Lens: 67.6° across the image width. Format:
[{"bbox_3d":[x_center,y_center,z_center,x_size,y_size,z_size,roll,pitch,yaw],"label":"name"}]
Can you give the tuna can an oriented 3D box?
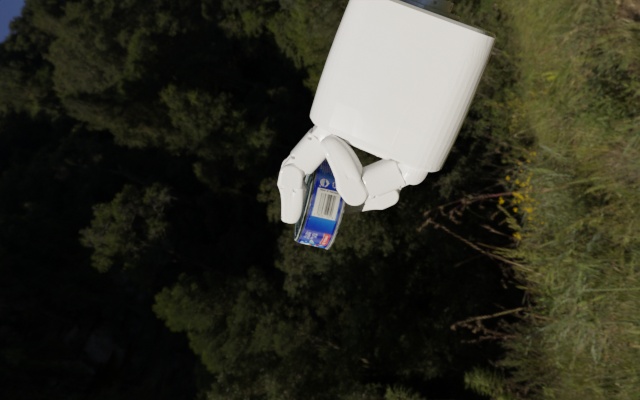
[{"bbox_3d":[-0.001,0.001,0.455,0.034,0.086,0.086,13,-2,-7],"label":"tuna can"}]
